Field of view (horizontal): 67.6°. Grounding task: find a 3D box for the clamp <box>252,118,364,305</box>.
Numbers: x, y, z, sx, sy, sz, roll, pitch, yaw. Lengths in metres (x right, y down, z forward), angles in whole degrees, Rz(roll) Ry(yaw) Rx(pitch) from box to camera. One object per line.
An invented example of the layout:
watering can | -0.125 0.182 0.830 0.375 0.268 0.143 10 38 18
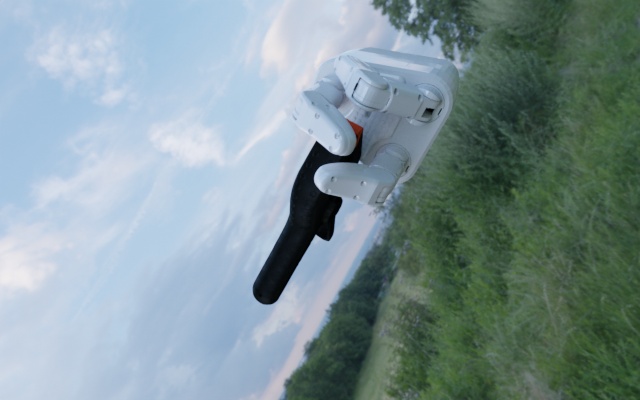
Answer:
clamp | 0.000 0.001 0.407 0.039 0.171 0.120 30 31 6
